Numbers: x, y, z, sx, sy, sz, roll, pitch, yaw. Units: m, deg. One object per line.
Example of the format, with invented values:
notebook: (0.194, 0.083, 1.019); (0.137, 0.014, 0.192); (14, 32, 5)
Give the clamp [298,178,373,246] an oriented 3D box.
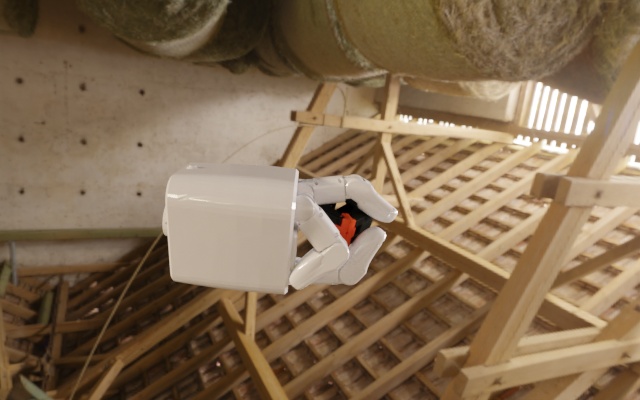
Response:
clamp: (0.000, 0.002, 0.513); (0.120, 0.039, 0.171); (5, 14, -2)
